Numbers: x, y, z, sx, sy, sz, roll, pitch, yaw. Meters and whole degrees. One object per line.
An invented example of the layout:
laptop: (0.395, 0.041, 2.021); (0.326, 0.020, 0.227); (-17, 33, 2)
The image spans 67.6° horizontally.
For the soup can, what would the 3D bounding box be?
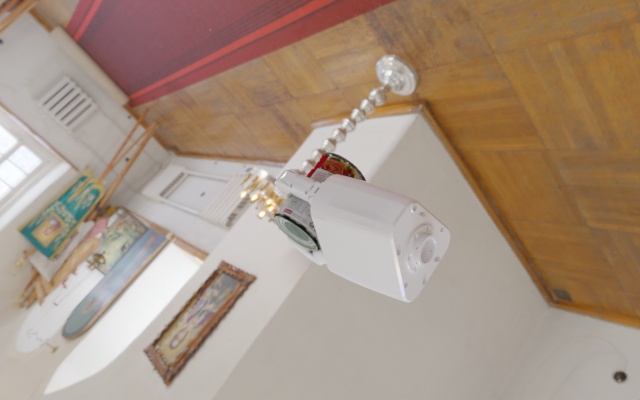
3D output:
soup can: (0.000, 0.002, 0.575); (0.068, 0.102, 0.068); (33, -20, 14)
